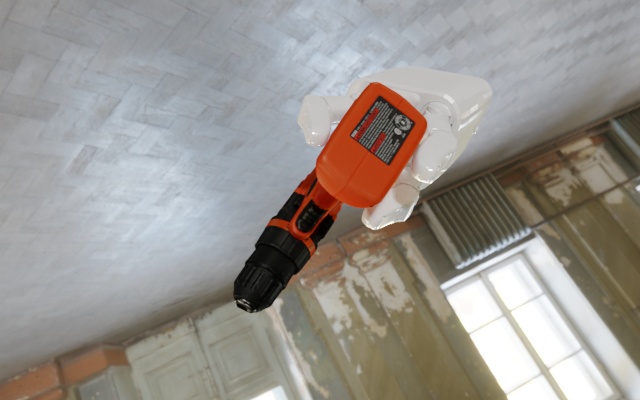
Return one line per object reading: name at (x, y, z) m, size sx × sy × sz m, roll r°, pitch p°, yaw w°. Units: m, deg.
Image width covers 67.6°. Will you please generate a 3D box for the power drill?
power drill at (0.000, 0.001, 0.402) m, size 0.057 × 0.184 × 0.188 m, roll 36°, pitch -31°, yaw -5°
